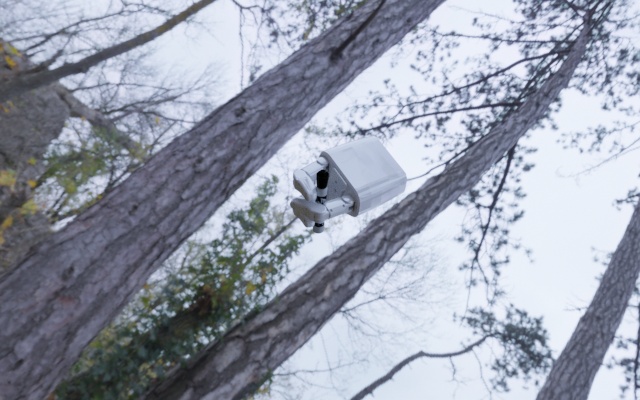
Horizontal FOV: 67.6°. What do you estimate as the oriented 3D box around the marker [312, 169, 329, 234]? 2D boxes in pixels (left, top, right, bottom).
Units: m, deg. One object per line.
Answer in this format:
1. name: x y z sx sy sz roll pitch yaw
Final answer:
1. marker: 0.000 0.002 0.725 0.020 0.121 0.020 3 42 -2
